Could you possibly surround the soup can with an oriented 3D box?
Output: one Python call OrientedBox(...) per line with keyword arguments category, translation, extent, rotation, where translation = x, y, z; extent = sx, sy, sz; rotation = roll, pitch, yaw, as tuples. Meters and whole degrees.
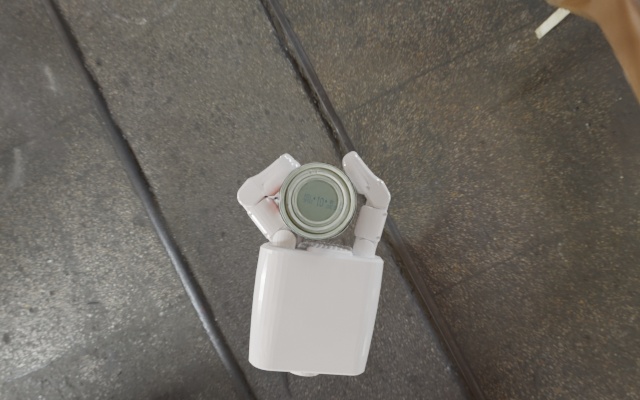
OrientedBox(category="soup can", translation=(0.000, 0.001, 0.446), extent=(0.068, 0.068, 0.102), rotation=(0, -1, 4))
